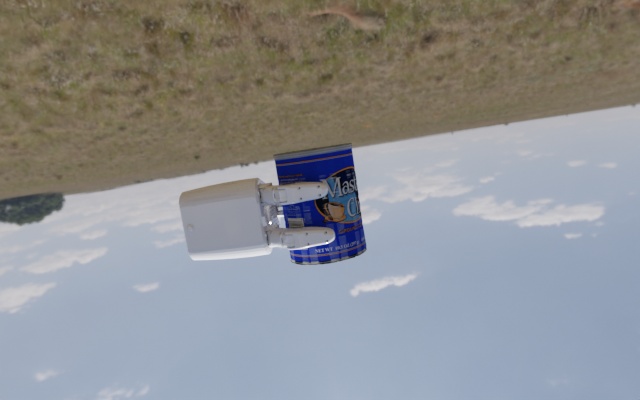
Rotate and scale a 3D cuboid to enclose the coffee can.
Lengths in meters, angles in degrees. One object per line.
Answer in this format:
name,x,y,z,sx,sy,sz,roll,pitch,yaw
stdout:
coffee can,0.000,0.002,0.621,0.103,0.140,0.103,-9,7,1
